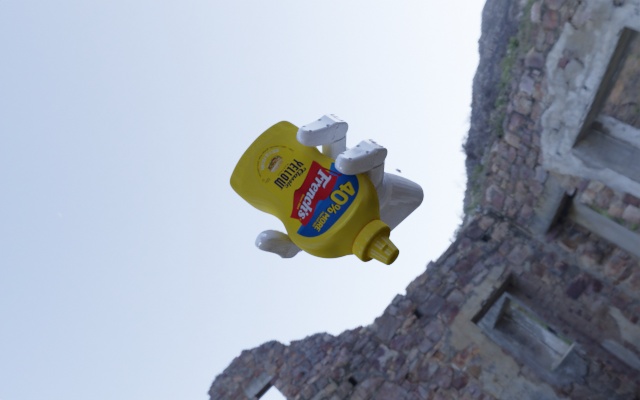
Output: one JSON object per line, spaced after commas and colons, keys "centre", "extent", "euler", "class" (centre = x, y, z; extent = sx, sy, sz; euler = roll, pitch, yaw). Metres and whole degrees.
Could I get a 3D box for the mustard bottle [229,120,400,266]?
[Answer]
{"centre": [0.000, 0.001, 0.474], "extent": [0.191, 0.096, 0.058], "euler": [38, -8, 30], "class": "mustard bottle"}
